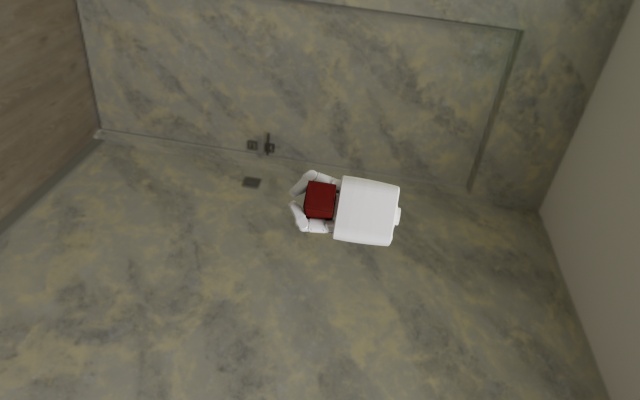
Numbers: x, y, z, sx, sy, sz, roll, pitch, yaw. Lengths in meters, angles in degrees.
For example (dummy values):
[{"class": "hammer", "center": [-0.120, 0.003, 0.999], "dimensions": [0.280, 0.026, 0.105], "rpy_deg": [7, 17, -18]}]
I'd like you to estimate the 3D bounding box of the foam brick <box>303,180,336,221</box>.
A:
[{"class": "foam brick", "center": [0.000, 0.003, 0.855], "dimensions": [0.051, 0.053, 0.078], "rpy_deg": [9, -15, 4]}]
